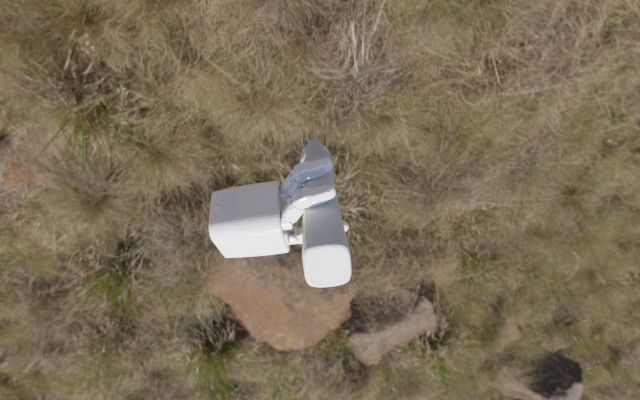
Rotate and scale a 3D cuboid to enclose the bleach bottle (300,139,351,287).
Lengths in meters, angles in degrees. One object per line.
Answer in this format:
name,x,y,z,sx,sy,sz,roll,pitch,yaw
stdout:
bleach bottle,0.000,0.002,0.745,0.068,0.250,0.103,-6,-43,-1
